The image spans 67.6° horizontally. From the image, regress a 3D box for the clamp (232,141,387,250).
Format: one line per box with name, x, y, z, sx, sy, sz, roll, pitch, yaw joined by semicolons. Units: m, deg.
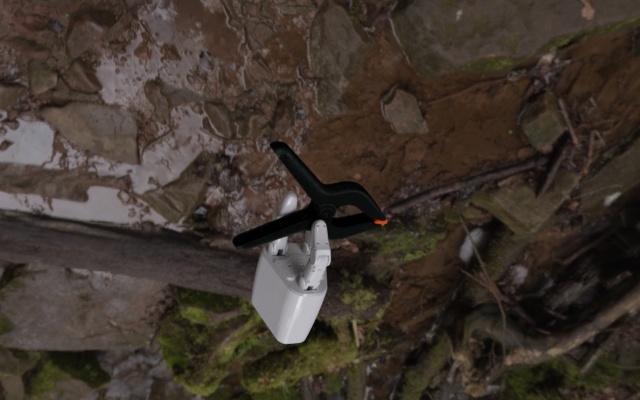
clamp;0.001;0.003;0.635;0.210;0.165;0.036;3;36;-23
